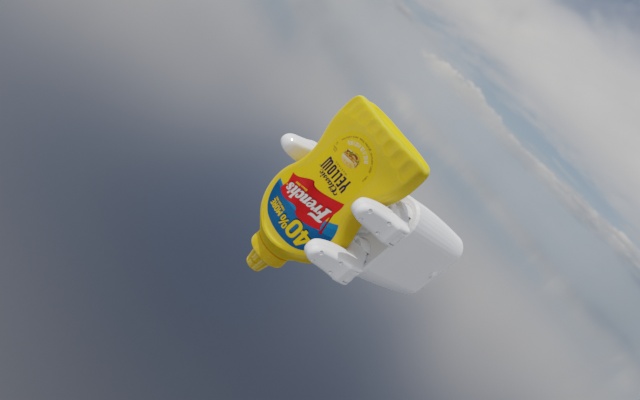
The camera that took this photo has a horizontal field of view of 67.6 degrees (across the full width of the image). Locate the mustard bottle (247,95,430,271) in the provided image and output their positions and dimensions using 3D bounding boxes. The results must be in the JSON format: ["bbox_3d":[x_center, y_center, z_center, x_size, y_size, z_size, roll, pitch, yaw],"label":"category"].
[{"bbox_3d":[0.000,0.001,0.445,0.192,0.096,0.058,-43,-20,18],"label":"mustard bottle"}]
